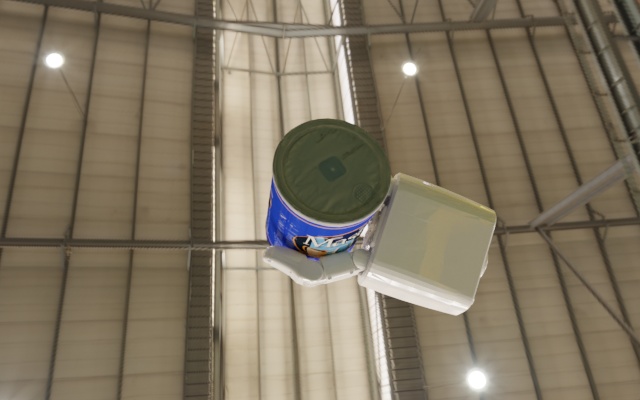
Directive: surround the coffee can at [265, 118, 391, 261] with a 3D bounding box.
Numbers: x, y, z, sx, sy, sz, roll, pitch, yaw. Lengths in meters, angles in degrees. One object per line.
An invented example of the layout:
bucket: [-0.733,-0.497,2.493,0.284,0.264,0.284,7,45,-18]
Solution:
coffee can: [0.000,0.001,0.467,0.103,0.102,0.140,0,-24,-10]
